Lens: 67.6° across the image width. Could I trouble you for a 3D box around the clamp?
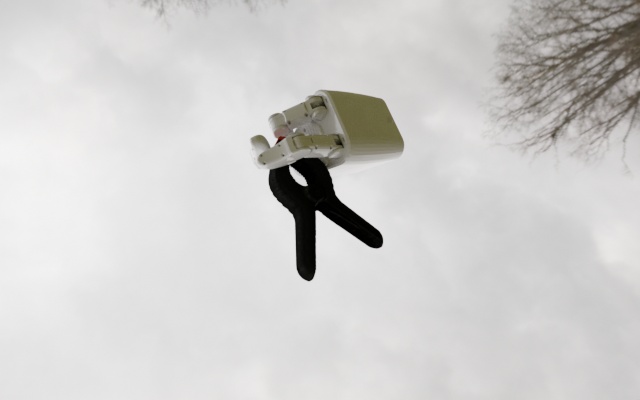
[{"bbox_3d":[0.000,0.002,0.549,0.120,0.171,0.039,-6,-23,-40],"label":"clamp"}]
